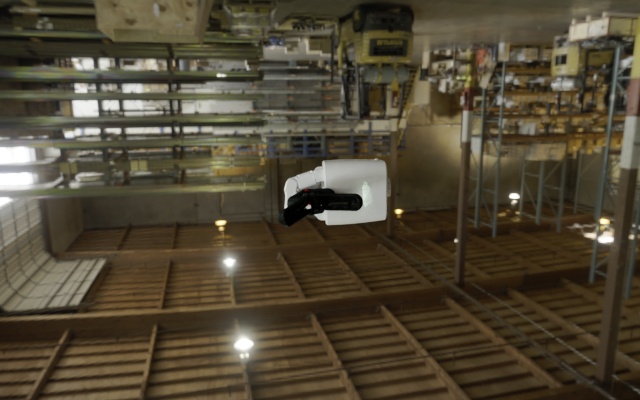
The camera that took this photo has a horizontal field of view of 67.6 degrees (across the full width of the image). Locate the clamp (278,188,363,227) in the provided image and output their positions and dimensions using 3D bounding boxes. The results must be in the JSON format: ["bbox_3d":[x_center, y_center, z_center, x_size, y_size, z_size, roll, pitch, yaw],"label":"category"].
[{"bbox_3d":[0.000,0.003,0.732,0.120,0.039,0.171,-6,12,0],"label":"clamp"}]
